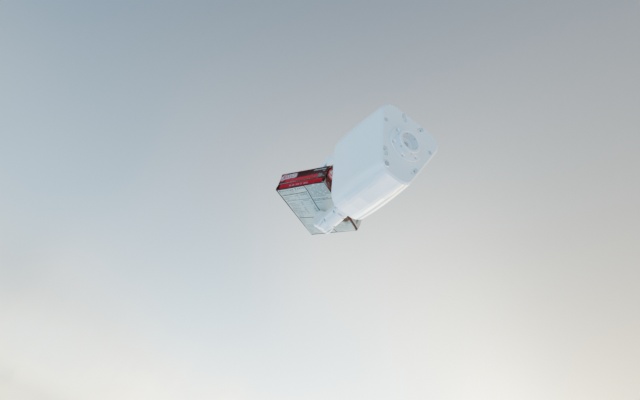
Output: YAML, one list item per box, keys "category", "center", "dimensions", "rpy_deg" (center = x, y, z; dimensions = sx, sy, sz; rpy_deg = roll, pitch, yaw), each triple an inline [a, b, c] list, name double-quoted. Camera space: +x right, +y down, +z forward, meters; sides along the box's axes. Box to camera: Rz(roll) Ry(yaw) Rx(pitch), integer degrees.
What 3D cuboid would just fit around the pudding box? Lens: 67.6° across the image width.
- category: "pudding box"
  center: [0.000, 0.002, 0.720]
  dimensions: [0.090, 0.039, 0.113]
  rpy_deg: [-7, -47, 34]
